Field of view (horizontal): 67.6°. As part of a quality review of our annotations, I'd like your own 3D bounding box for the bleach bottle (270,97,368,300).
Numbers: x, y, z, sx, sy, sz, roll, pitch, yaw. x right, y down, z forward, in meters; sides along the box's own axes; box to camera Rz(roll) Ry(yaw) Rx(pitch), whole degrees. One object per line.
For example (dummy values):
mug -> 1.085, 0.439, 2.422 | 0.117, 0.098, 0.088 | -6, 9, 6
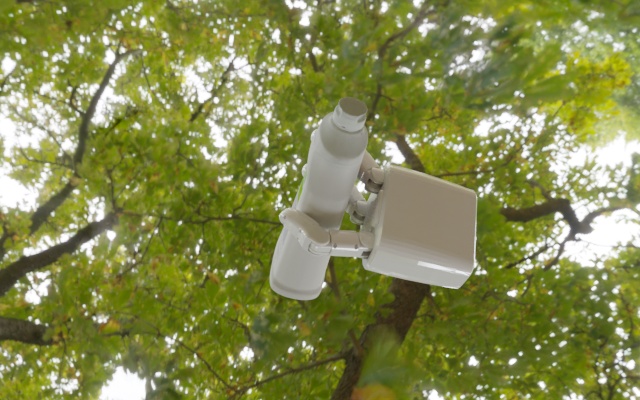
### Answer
bleach bottle -> 0.000, 0.002, 0.526 | 0.068, 0.102, 0.251 | 13, -44, -7
